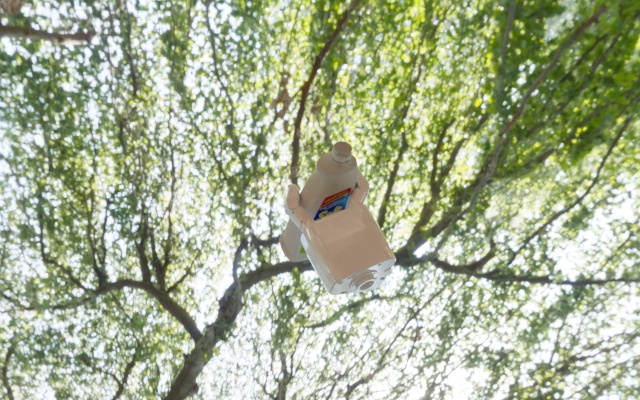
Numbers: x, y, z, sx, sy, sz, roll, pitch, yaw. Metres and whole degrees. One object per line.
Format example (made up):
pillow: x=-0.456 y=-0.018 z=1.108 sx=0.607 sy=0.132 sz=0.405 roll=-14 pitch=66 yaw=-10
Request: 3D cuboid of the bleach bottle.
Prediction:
bleach bottle: x=0.000 y=0.003 z=0.808 sx=0.102 sy=0.068 sz=0.251 roll=-12 pitch=-36 yaw=-25
